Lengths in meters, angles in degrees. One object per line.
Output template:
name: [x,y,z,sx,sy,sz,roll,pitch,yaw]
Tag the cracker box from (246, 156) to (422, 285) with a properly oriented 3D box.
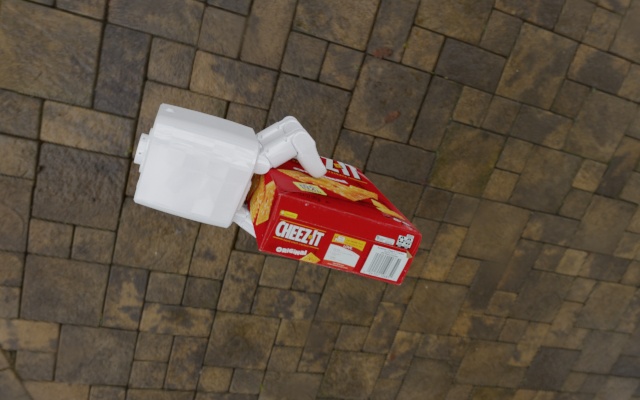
cracker box: [0.000,0.002,0.564,0.164,0.072,0.213,16,17,-20]
